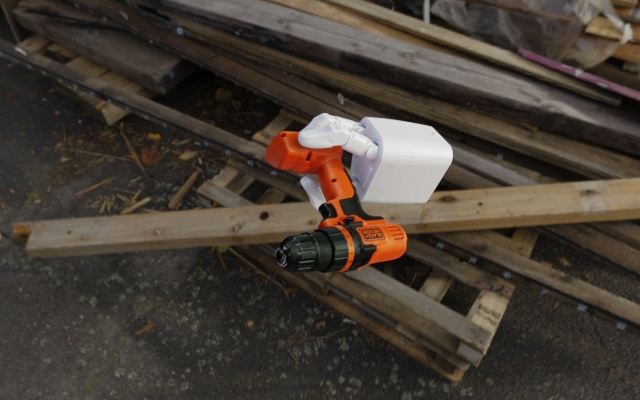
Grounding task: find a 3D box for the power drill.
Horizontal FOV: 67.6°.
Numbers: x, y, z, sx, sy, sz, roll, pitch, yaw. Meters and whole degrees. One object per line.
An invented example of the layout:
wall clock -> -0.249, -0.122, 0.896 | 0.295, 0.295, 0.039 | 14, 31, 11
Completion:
power drill -> 0.000, 0.001, 0.581 | 0.184, 0.187, 0.057 | -1, -36, -41
